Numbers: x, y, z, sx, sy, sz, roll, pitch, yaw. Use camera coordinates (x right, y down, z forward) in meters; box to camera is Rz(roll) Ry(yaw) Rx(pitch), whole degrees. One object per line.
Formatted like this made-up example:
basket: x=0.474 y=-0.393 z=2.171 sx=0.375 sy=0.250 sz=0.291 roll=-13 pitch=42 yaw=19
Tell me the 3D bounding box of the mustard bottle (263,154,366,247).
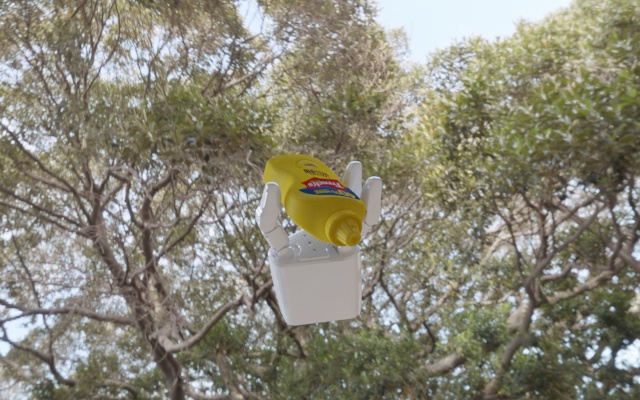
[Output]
mustard bottle: x=0.000 y=0.001 z=0.579 sx=0.096 sy=0.058 sz=0.191 roll=8 pitch=22 yaw=-27
